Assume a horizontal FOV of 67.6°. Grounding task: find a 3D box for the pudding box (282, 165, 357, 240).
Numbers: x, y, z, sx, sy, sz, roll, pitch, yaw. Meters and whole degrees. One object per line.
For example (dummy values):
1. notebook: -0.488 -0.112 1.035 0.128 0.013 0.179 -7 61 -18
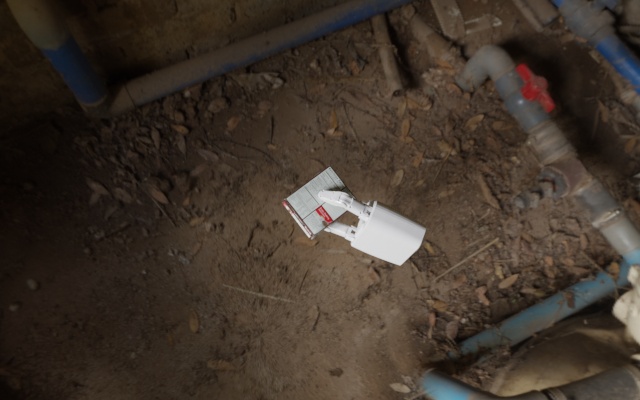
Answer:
1. pudding box: 0.000 0.003 0.885 0.113 0.090 0.039 -37 -4 -17
